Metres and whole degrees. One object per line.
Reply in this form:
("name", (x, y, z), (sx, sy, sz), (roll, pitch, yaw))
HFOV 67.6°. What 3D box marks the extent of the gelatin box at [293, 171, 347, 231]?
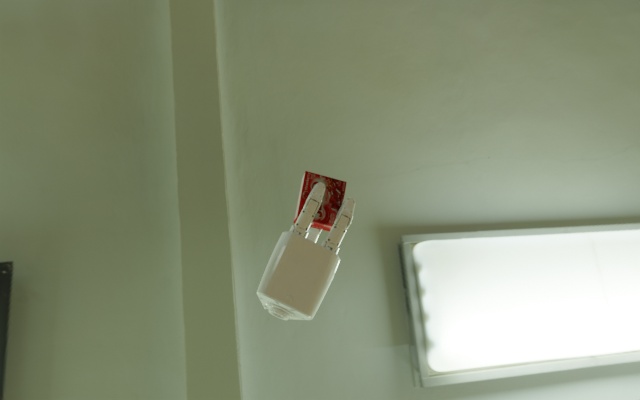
("gelatin box", (0.000, 0.002, 0.789), (0.073, 0.089, 0.030), (15, -27, -9))
